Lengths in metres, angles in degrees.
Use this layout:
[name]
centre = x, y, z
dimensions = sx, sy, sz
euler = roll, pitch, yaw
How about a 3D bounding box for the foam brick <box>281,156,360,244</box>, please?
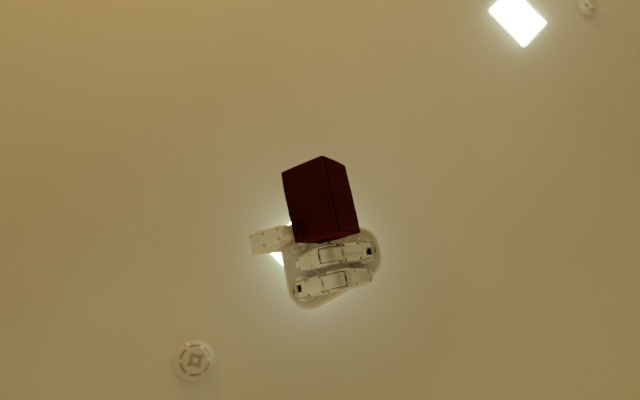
[foam brick]
centre = 0.000, 0.001, 0.494
dimensions = 0.053, 0.078, 0.051
euler = -18, -13, 27
